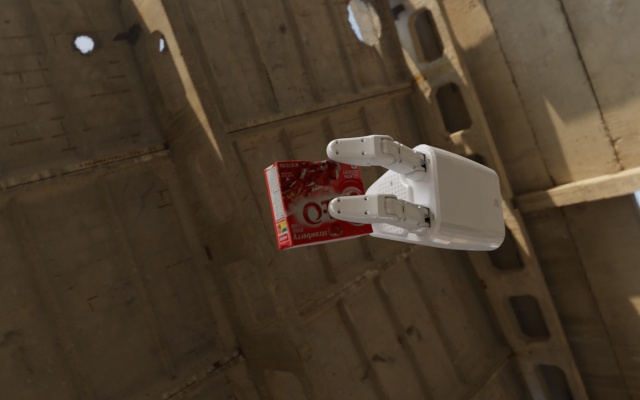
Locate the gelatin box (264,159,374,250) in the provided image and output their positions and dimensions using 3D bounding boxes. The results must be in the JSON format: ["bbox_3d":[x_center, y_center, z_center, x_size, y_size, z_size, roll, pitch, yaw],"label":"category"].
[{"bbox_3d":[0.000,0.002,0.428,0.089,0.073,0.030,-6,-10,-32],"label":"gelatin box"}]
